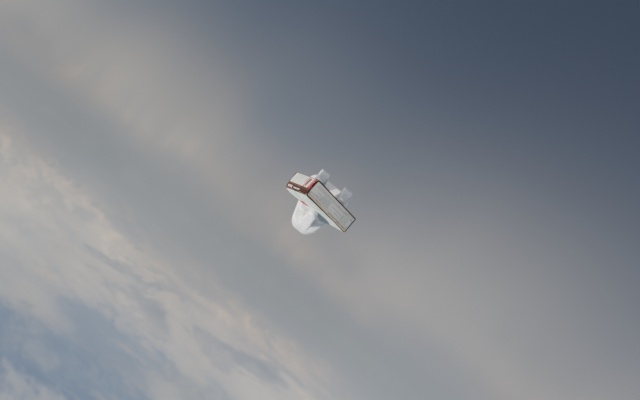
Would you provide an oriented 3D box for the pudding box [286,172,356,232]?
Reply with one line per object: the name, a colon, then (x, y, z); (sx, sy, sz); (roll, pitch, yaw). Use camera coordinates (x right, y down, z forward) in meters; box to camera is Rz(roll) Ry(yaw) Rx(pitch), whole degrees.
pudding box: (0.000, 0.003, 0.865); (0.113, 0.039, 0.090); (43, -11, -29)
